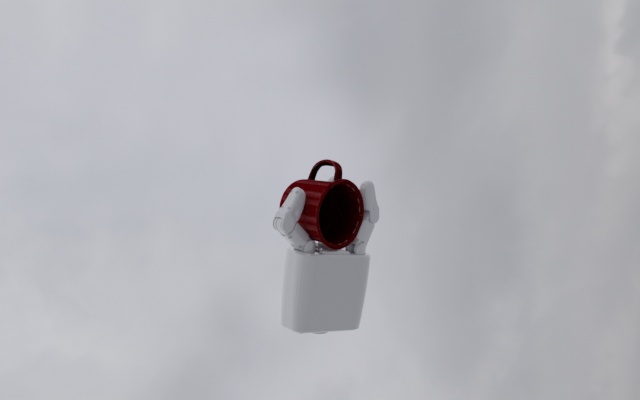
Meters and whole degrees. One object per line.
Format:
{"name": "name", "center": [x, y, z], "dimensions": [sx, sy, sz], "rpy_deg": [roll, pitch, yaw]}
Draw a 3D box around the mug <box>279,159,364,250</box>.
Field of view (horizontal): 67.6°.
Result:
{"name": "mug", "center": [0.000, 0.001, 0.647], "dimensions": [0.081, 0.117, 0.093], "rpy_deg": [9, 3, 44]}
